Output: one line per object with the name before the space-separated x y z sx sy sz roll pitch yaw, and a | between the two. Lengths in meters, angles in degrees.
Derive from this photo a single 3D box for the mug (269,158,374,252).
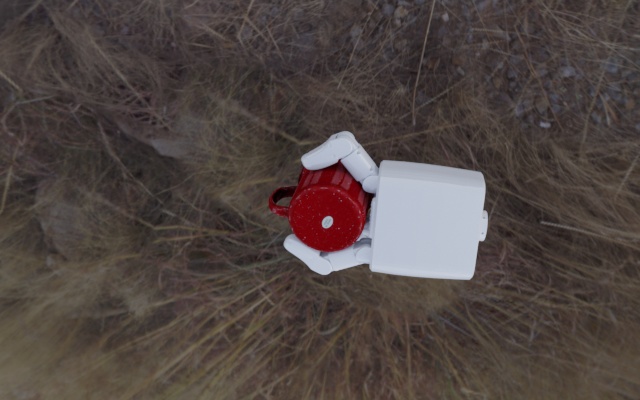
mug | -0.001 0.002 0.524 0.117 0.093 0.081 4 28 9
